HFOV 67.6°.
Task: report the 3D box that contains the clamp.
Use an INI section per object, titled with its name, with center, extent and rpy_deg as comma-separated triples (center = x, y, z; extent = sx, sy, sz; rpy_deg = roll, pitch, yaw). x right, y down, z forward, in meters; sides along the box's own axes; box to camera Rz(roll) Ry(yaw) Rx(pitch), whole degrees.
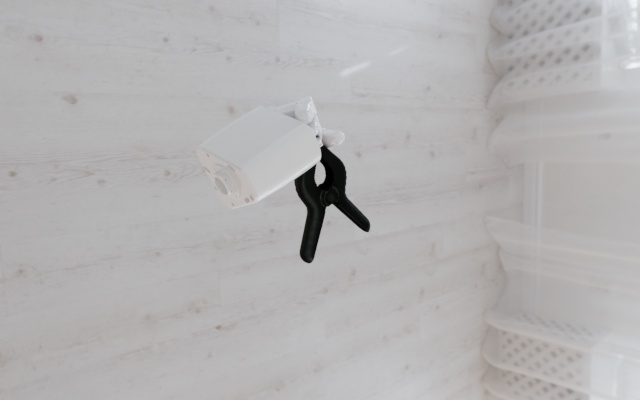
[clamp]
center = 0.000, 0.002, 0.665
extent = 0.120, 0.171, 0.039
rpy_deg = -37, 26, -27
